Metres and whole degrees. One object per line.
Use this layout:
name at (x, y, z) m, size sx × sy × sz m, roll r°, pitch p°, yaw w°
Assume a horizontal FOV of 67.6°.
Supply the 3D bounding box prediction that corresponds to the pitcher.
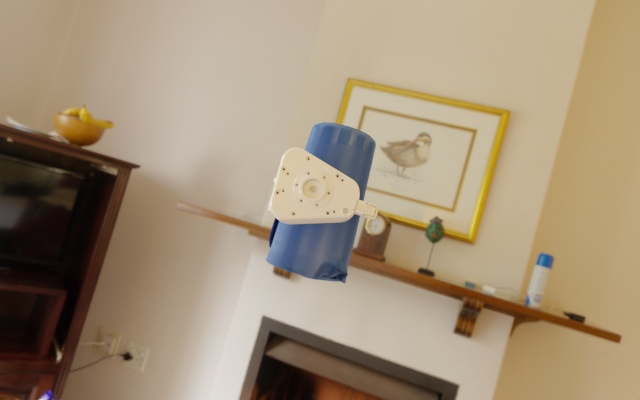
pitcher at (0.000, 0.003, 0.777) m, size 0.149 × 0.243 × 0.145 m, roll 16°, pitch -3°, yaw 4°
